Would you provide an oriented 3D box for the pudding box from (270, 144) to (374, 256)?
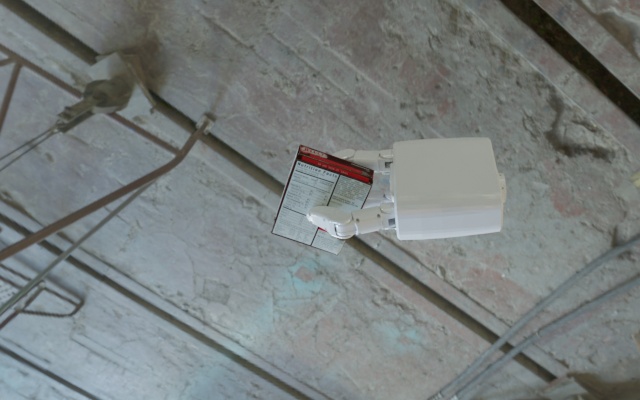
[{"bbox_3d":[0.000,0.002,0.548,0.090,0.113,0.039,19,32,-4],"label":"pudding box"}]
